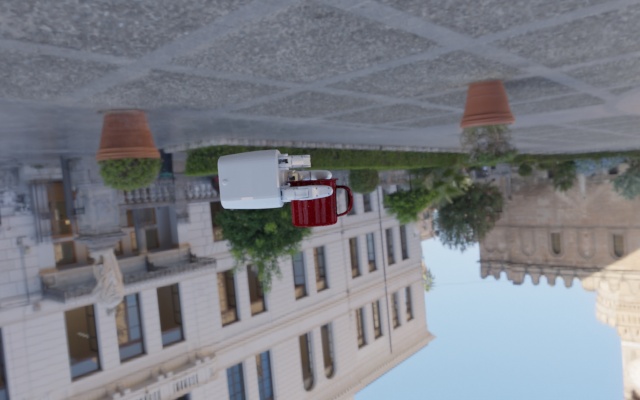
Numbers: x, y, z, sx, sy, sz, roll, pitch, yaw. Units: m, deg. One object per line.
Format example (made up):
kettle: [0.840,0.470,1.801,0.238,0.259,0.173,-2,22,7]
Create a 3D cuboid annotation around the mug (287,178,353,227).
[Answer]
mug: [0.002,0.003,0.854,0.117,0.081,0.093,-3,3,8]
